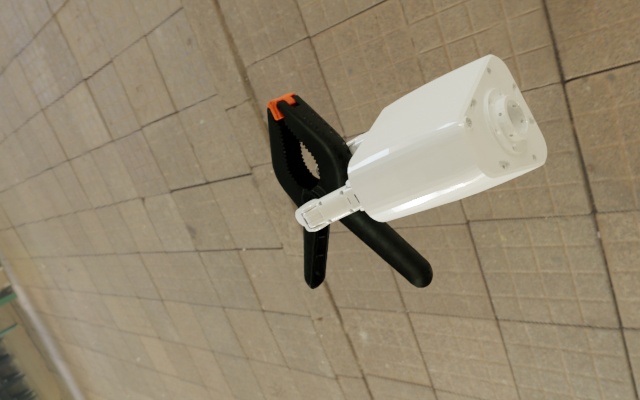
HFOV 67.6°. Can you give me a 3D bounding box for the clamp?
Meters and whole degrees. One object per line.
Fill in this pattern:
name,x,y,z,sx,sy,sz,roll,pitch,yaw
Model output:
clamp,-0.001,0.001,0.465,0.036,0.210,0.164,-34,7,-40
